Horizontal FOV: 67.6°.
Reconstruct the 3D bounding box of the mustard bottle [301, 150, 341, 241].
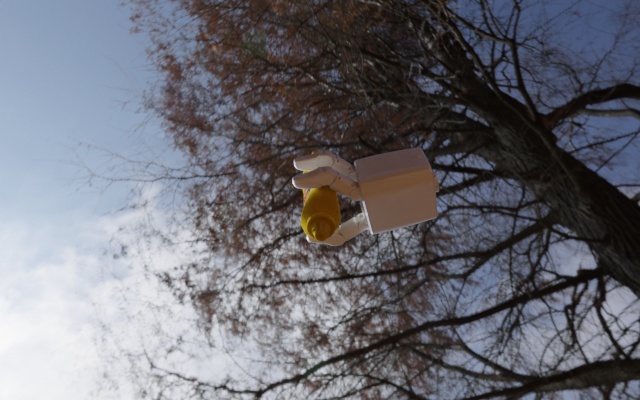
[{"bbox_3d":[0.000,0.002,0.737,0.058,0.096,0.191,8,29,-6],"label":"mustard bottle"}]
